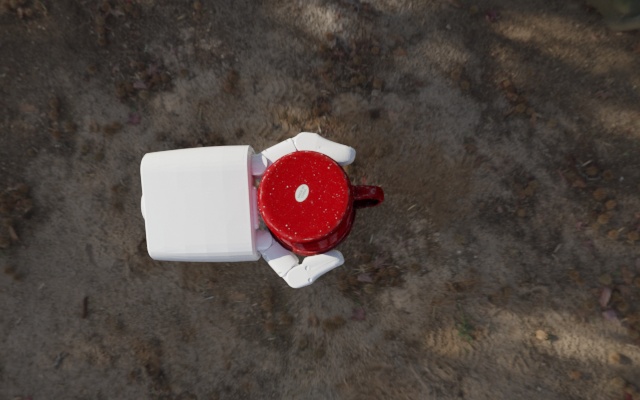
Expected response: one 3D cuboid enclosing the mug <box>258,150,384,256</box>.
[{"bbox_3d":[0.002,0.001,0.438,0.117,0.093,0.081,-4,-9,1],"label":"mug"}]
